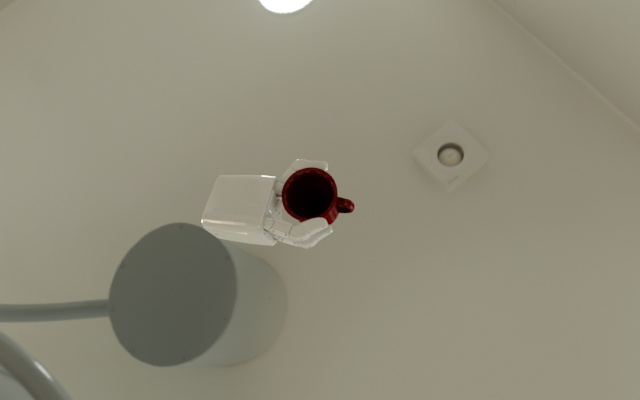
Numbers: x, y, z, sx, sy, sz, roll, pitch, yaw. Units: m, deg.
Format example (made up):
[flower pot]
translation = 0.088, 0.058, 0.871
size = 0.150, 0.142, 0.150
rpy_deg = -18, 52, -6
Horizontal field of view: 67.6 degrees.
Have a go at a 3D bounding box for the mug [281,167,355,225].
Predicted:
[mug]
translation = 0.002, 0.003, 0.807
size = 0.117, 0.093, 0.081
rpy_deg = 6, -16, 12
